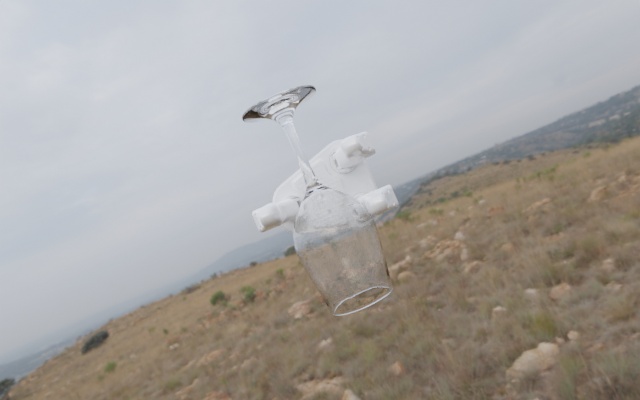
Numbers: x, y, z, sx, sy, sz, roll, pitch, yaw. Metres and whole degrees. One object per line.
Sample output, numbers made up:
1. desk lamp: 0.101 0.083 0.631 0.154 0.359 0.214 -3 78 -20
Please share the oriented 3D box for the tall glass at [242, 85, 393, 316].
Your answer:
1. tall glass: 0.000 0.001 0.443 0.079 0.201 0.079 -23 -1 -1
